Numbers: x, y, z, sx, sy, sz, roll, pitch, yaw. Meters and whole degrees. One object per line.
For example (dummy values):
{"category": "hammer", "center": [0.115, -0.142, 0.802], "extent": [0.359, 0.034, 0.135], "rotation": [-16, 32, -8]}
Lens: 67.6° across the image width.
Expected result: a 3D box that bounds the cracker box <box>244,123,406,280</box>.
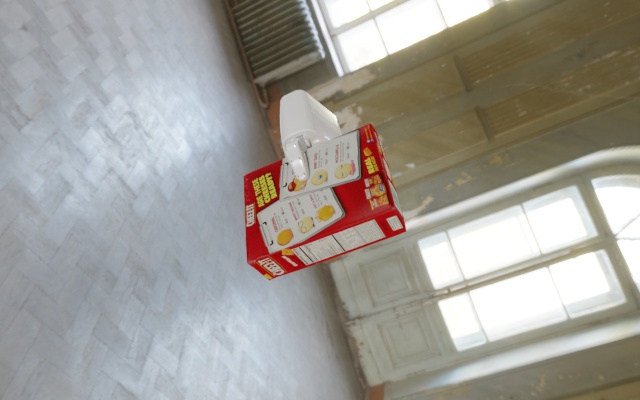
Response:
{"category": "cracker box", "center": [0.000, 0.002, 0.683], "extent": [0.214, 0.164, 0.072], "rotation": [-22, -41, 14]}
